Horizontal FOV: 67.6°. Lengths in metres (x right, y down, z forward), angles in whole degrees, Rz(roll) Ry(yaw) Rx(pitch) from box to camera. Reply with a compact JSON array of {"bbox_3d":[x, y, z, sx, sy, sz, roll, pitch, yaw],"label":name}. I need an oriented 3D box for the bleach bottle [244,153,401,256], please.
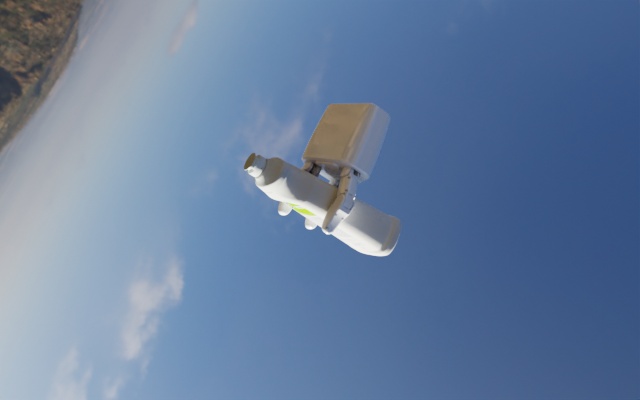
[{"bbox_3d":[0.000,0.002,0.719,0.251,0.068,0.102,31,-16,-28],"label":"bleach bottle"}]
